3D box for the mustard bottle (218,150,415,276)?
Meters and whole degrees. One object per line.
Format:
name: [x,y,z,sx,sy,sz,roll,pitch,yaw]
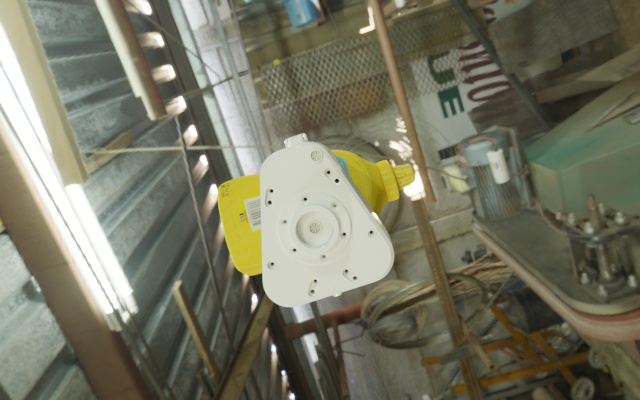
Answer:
mustard bottle: [0.000,0.002,0.474,0.191,0.096,0.058,-18,-21,2]
